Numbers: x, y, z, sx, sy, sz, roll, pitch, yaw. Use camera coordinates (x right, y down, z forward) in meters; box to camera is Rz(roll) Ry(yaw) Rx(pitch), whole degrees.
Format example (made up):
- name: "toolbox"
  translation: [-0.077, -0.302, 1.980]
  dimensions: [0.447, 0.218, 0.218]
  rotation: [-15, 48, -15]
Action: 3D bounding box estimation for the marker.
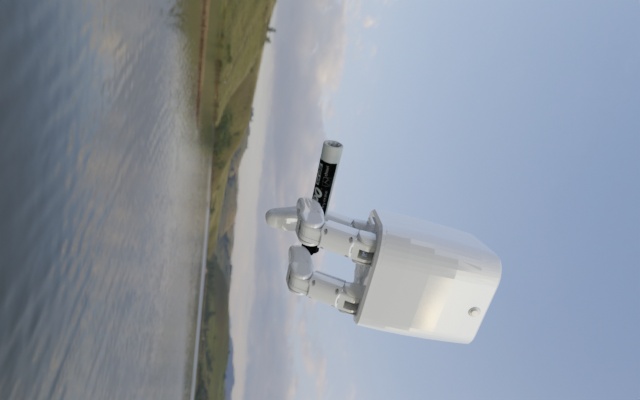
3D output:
- name: "marker"
  translation: [0.000, 0.001, 0.455]
  dimensions: [0.020, 0.121, 0.020]
  rotation: [10, 28, -5]
